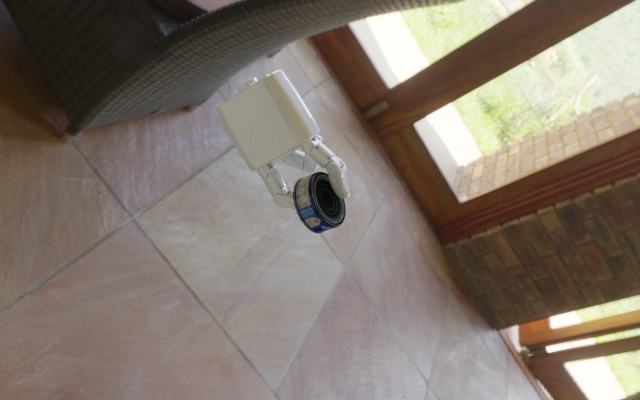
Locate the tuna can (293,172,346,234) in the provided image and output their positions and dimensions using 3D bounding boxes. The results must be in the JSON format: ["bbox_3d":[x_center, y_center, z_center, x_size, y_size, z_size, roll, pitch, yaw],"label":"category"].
[{"bbox_3d":[0.001,0.002,0.690,0.034,0.086,0.086,-21,-11,32],"label":"tuna can"}]
